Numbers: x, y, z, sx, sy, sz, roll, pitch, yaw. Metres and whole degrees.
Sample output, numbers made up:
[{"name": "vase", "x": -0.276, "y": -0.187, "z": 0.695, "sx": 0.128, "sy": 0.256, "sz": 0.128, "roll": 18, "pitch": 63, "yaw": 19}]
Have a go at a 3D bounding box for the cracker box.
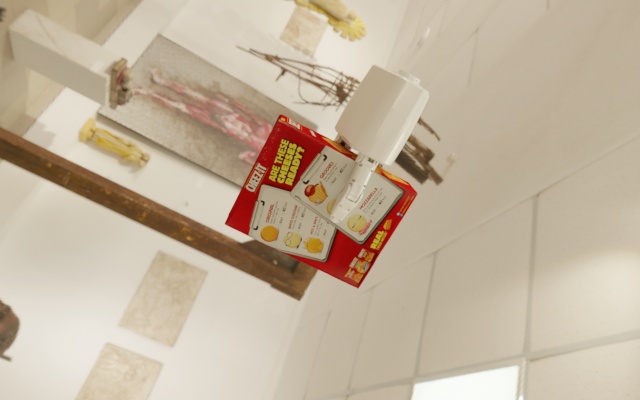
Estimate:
[{"name": "cracker box", "x": 0.000, "y": 0.002, "z": 0.672, "sx": 0.214, "sy": 0.164, "sz": 0.072, "roll": 27, "pitch": 14, "yaw": -10}]
